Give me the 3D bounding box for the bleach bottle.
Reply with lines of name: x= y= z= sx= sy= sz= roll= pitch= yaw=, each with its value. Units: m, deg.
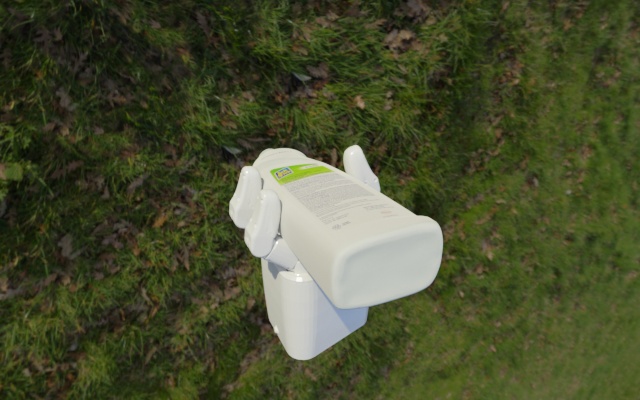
bleach bottle: x=0.000 y=0.002 z=0.460 sx=0.102 sy=0.068 sz=0.250 roll=-11 pitch=28 yaw=-22
